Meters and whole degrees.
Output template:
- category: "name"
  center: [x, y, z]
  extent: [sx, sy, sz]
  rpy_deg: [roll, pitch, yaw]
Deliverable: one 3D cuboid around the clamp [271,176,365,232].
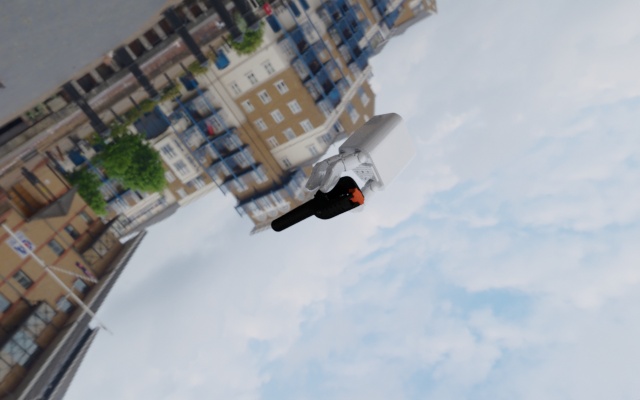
- category: "clamp"
  center: [0.001, 0.003, 0.858]
  extent: [0.036, 0.164, 0.210]
  rpy_deg: [49, -18, -22]
